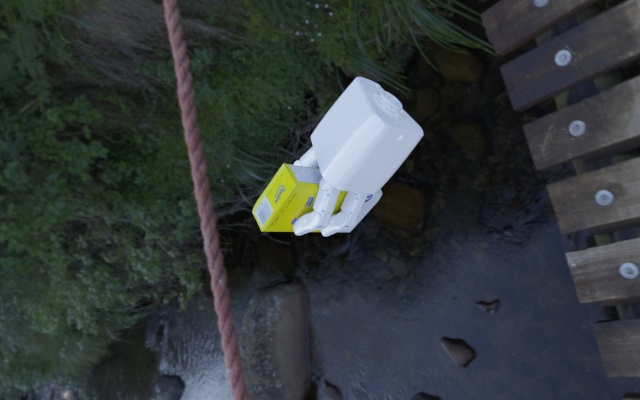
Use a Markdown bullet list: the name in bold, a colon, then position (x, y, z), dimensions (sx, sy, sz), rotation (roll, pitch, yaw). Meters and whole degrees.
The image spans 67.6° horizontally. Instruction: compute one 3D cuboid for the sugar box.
- **sugar box**: position (0.000, 0.003, 0.676), dimensions (0.176, 0.048, 0.093), rotation (6, -46, -42)
